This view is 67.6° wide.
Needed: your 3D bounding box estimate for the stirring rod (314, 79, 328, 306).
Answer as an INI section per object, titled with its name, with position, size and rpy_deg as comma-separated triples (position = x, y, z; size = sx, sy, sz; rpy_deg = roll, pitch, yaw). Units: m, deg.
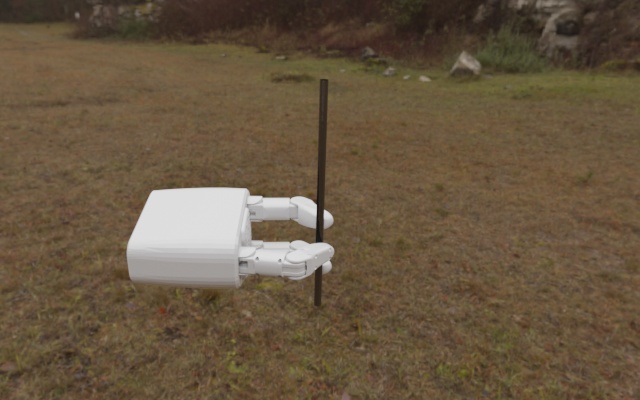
[stirring rod]
position = 0.000, 0.002, 0.481
size = 0.011, 0.240, 0.011
rpy_deg = 1, 21, -1
